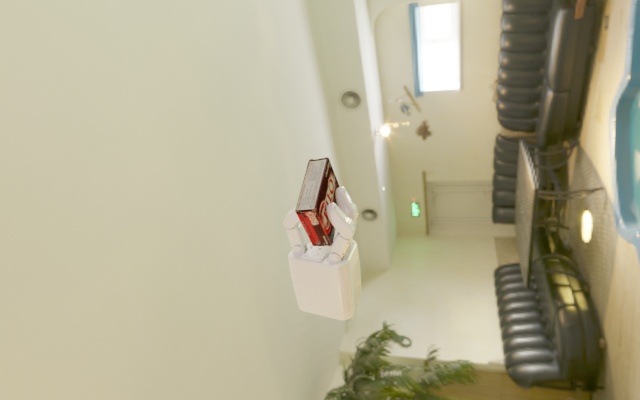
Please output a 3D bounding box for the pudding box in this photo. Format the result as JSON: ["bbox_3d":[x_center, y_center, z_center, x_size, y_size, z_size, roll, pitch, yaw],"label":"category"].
[{"bbox_3d":[0.000,0.003,0.757,0.039,0.113,0.090,-4,-42,17],"label":"pudding box"}]
